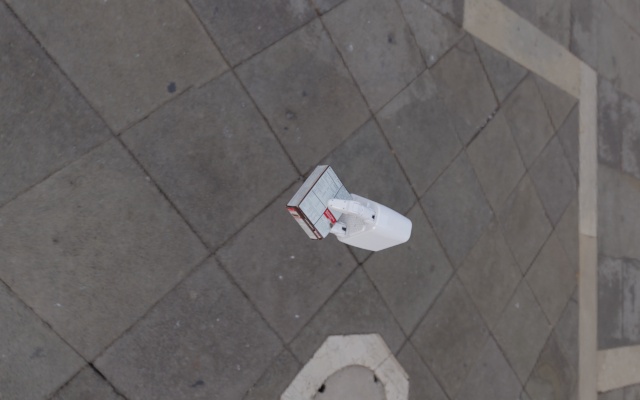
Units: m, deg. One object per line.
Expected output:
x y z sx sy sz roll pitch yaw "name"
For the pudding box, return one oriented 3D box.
0.000 0.003 0.878 0.039 0.090 0.113 -4 42 48 "pudding box"
